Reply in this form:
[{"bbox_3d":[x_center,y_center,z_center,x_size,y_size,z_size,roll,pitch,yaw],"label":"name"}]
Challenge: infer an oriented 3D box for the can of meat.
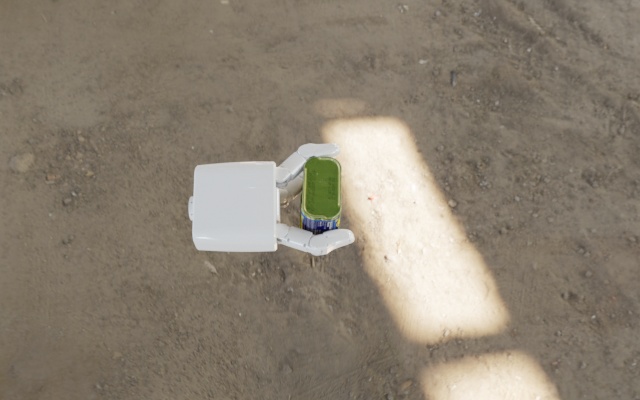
[{"bbox_3d":[0.000,0.002,0.656,0.057,0.102,0.084,2,-30,-2],"label":"can of meat"}]
